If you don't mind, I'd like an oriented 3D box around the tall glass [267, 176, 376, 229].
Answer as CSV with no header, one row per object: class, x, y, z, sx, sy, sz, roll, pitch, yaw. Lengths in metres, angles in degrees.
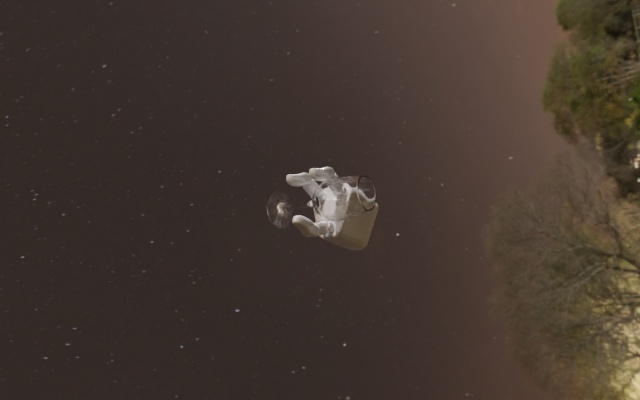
tall glass,-0.001,0.003,0.870,0.201,0.079,0.079,-11,-7,36
